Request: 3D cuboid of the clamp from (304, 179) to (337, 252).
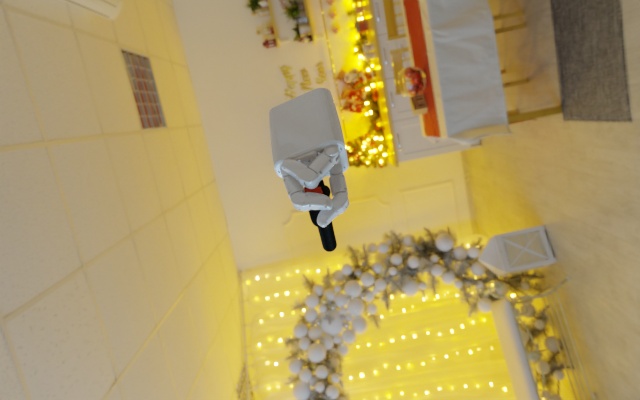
[{"bbox_3d":[0.000,0.003,0.783,0.039,0.120,0.171,-13,-27,2],"label":"clamp"}]
